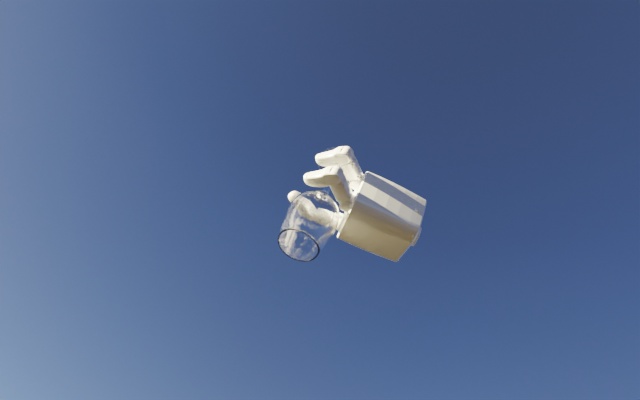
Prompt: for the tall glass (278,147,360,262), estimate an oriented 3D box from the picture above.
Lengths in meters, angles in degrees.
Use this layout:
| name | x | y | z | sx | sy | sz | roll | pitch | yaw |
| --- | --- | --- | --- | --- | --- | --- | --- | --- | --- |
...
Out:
| name | x | y | z | sx | sy | sz | roll | pitch | yaw |
| --- | --- | --- | --- | --- | --- | --- | --- | --- | --- |
| tall glass | 0.000 | 0.002 | 0.734 | 0.079 | 0.079 | 0.201 | 0 | 37 | 24 |
